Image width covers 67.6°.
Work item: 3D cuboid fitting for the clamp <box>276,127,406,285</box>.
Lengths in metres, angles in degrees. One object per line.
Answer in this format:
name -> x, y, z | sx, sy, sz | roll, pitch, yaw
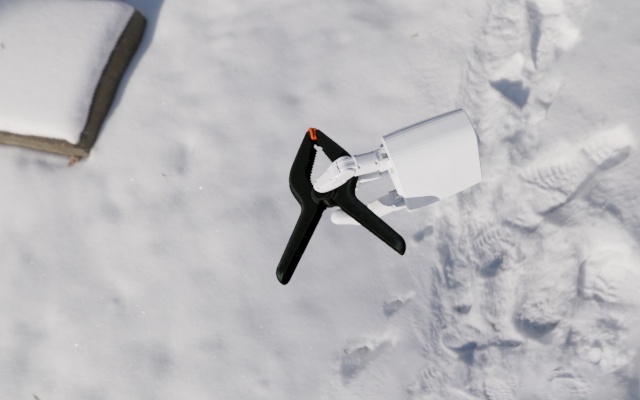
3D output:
clamp -> 0.000, 0.001, 0.620 | 0.164, 0.210, 0.036 | -21, -26, 7
